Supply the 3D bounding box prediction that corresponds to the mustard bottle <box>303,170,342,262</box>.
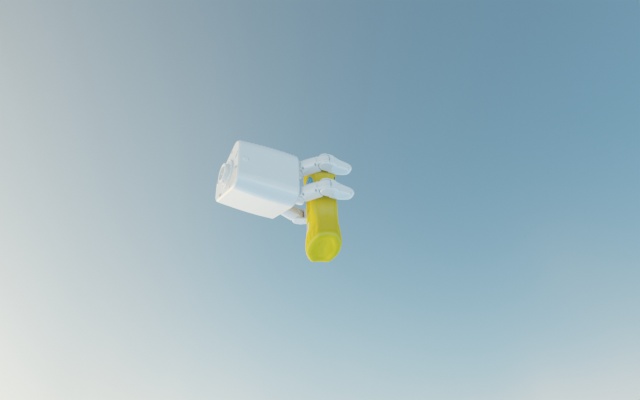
[{"bbox_3d":[0.000,0.003,0.821,0.058,0.191,0.096,1,-36,-7],"label":"mustard bottle"}]
